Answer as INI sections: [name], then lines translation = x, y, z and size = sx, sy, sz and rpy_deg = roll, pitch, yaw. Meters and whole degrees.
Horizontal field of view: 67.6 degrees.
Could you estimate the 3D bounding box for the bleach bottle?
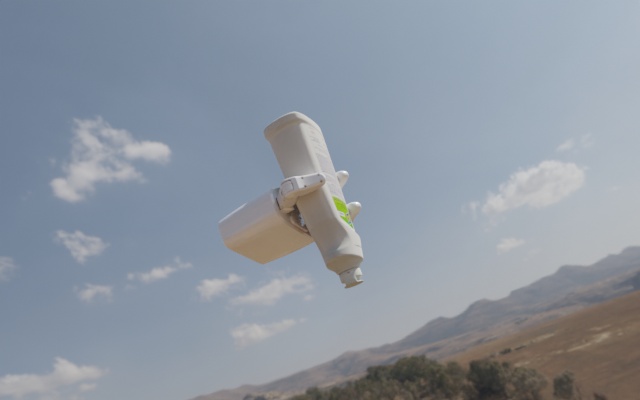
[bleach bottle]
translation = 0.000, 0.002, 0.681
size = 0.068, 0.250, 0.102
rpy_deg = -28, -20, 20
